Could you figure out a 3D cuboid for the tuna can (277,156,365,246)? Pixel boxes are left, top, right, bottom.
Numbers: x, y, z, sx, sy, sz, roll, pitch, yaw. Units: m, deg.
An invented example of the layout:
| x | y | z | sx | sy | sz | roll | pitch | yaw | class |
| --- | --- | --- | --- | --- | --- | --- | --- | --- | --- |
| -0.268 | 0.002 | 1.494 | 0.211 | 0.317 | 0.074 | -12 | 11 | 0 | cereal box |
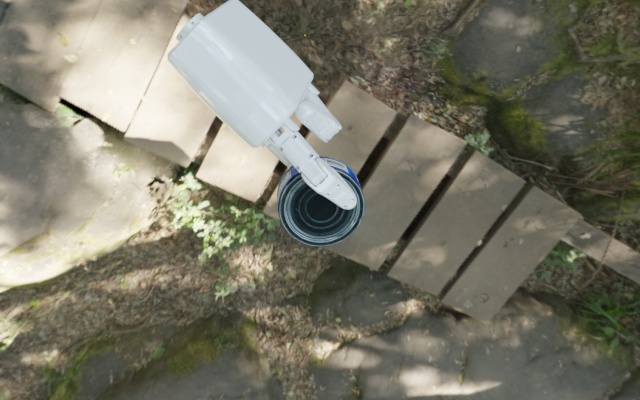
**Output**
| x | y | z | sx | sy | sz | roll | pitch | yaw | class |
| --- | --- | --- | --- | --- | --- | --- | --- | --- | --- |
| 0.000 | 0.002 | 0.471 | 0.086 | 0.086 | 0.033 | 0 | 23 | -6 | tuna can |
